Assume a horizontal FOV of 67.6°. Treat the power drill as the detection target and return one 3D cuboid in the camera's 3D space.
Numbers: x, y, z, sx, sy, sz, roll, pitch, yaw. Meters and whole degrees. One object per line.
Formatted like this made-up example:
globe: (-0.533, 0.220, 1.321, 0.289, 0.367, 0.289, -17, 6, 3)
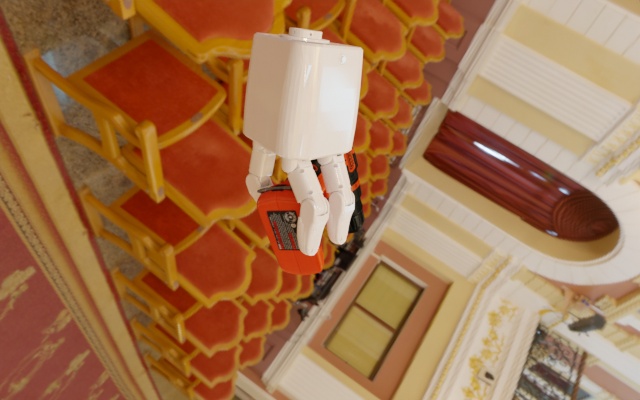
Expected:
power drill: (0.000, 0.002, 0.576, 0.057, 0.184, 0.187, -5, 31, 24)
